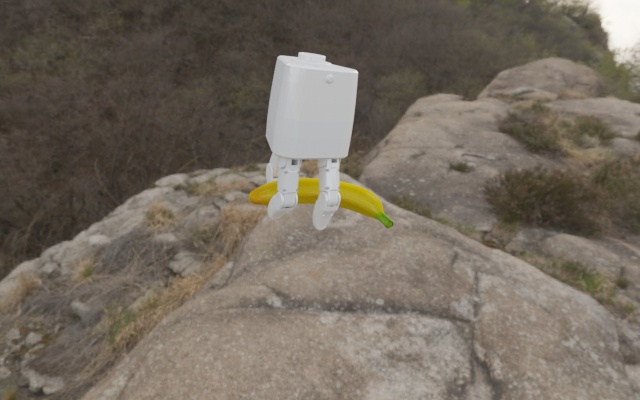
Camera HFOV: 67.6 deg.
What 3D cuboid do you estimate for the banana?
[{"bbox_3d":[0.002,-0.005,0.656,0.198,0.037,0.069,9,24,-8],"label":"banana"}]
